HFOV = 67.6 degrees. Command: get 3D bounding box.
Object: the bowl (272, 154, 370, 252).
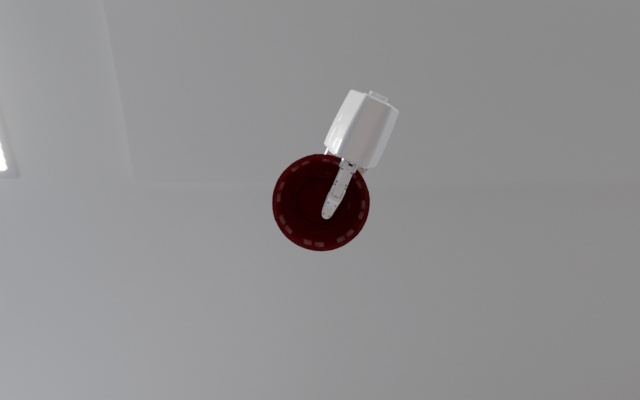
[{"bbox_3d":[-0.001,0.004,0.810,0.162,0.162,0.055,0,3,-2],"label":"bowl"}]
